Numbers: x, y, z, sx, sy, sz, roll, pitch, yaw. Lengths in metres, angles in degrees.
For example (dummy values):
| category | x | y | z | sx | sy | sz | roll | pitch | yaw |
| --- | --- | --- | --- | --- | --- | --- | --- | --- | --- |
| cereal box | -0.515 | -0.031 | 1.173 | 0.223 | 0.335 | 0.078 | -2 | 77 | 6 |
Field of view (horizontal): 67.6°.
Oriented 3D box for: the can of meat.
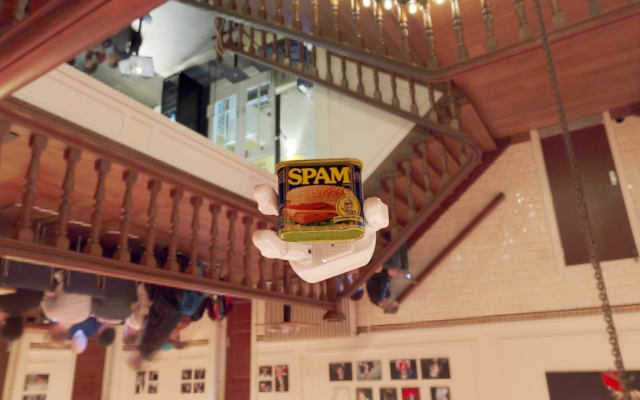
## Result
| category | x | y | z | sx | sy | sz | roll | pitch | yaw |
| --- | --- | --- | --- | --- | --- | --- | --- | --- | --- |
| can of meat | 0.000 | 0.002 | 0.545 | 0.102 | 0.084 | 0.057 | -2 | -19 | 0 |
